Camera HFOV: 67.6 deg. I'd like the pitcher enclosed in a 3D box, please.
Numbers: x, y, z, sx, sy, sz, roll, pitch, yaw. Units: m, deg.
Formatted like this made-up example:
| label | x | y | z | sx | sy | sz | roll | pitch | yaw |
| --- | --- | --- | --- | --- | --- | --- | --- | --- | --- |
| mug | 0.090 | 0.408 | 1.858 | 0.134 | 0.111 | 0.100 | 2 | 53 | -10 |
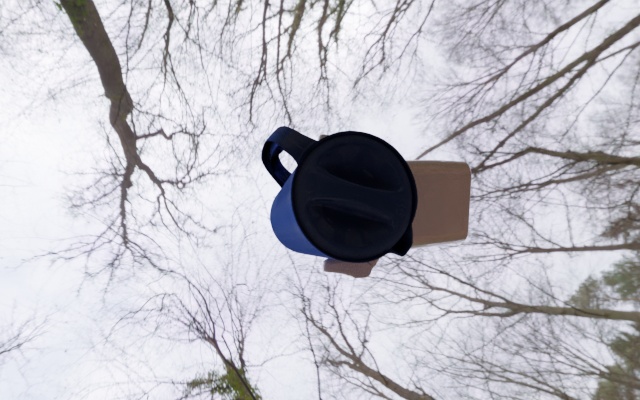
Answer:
| label | x | y | z | sx | sy | sz | roll | pitch | yaw |
| --- | --- | --- | --- | --- | --- | --- | --- | --- | --- |
| pitcher | 0.000 | 0.002 | 0.582 | 0.145 | 0.149 | 0.243 | -4 | -6 | -15 |
